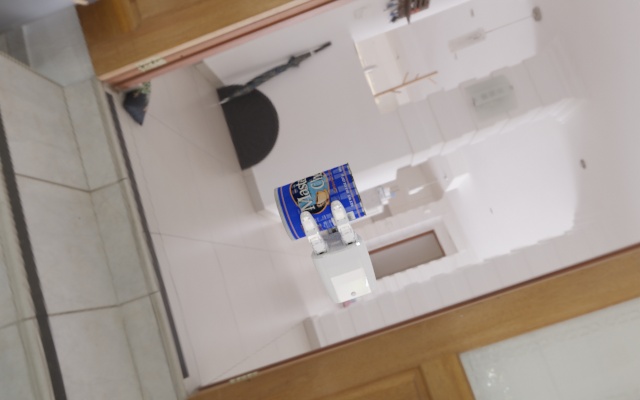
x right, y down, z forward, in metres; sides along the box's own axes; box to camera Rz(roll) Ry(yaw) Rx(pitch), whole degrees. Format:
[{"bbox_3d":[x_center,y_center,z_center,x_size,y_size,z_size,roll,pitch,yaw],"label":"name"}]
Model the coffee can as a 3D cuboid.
[{"bbox_3d":[0.000,0.003,0.858,0.140,0.103,0.103,-19,-2,4],"label":"coffee can"}]
